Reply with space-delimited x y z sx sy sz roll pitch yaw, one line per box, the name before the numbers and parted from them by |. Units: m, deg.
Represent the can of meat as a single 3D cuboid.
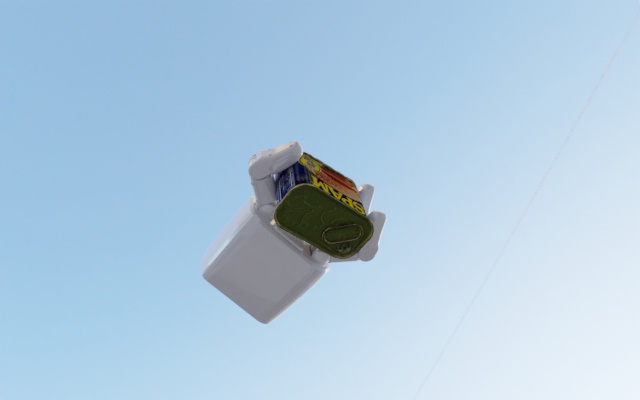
can of meat | 0.000 0.001 0.505 0.102 0.057 0.084 31 23 -23
